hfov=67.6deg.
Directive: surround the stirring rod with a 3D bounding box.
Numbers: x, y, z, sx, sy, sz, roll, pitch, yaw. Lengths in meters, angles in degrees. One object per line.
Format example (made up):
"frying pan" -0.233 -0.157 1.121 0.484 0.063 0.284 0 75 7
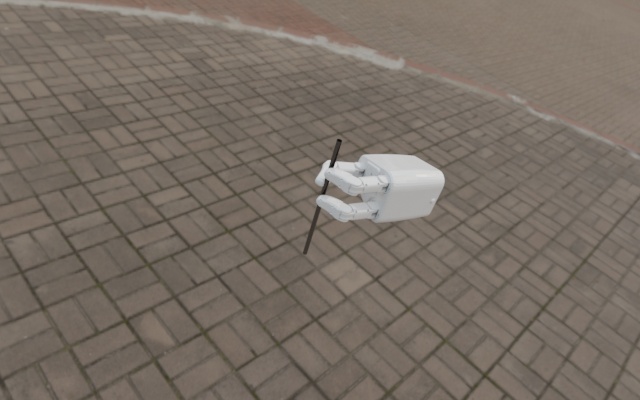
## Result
"stirring rod" 0.000 0.003 0.776 0.011 0.240 0.011 10 38 -8
